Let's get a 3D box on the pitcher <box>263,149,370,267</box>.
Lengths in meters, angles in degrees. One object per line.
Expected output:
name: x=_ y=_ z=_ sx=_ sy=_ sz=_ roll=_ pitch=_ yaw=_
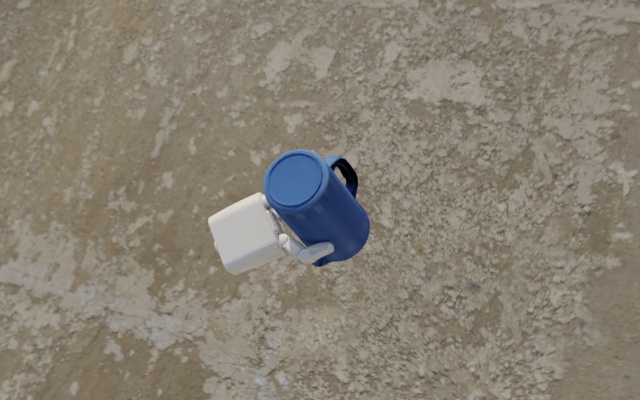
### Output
pitcher: x=0.000 y=0.003 z=0.824 sx=0.145 sy=0.149 sz=0.243 roll=-24 pitch=-28 yaw=8
